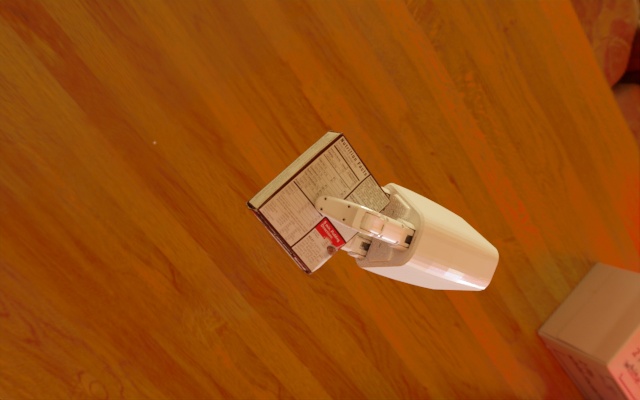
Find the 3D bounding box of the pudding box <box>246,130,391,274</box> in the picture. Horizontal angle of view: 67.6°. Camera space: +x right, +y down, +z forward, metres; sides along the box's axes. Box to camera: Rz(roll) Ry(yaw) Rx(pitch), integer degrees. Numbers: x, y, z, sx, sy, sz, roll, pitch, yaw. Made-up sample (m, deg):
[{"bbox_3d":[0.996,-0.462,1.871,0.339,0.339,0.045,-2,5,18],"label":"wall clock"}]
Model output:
[{"bbox_3d":[0.000,0.002,0.462,0.113,0.090,0.039,-42,21,-12],"label":"pudding box"}]
